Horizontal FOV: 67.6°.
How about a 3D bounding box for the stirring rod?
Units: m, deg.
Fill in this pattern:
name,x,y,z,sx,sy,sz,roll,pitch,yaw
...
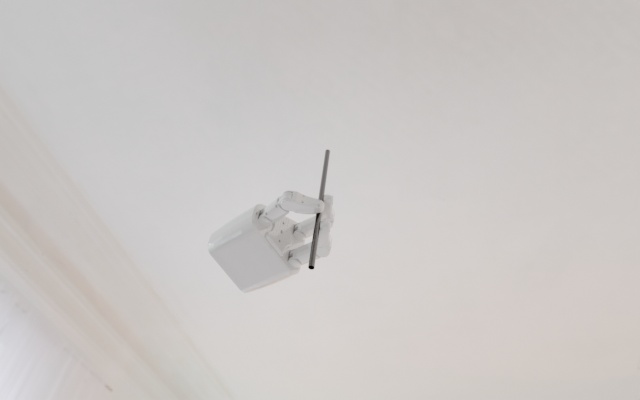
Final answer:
name,x,y,z,sx,sy,sz,roll,pitch,yaw
stirring rod,0.000,0.002,0.683,0.011,0.011,0.239,0,43,8
